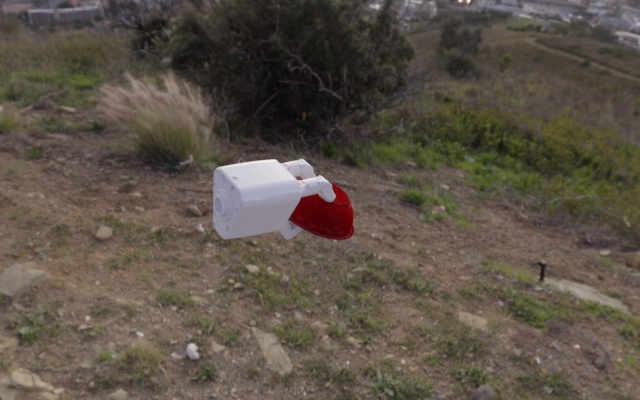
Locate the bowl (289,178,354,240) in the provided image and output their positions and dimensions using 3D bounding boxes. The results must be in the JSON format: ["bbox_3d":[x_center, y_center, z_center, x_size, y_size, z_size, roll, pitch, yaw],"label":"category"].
[{"bbox_3d":[0.001,0.002,0.871,0.162,0.055,0.162,23,22,-10],"label":"bowl"}]
